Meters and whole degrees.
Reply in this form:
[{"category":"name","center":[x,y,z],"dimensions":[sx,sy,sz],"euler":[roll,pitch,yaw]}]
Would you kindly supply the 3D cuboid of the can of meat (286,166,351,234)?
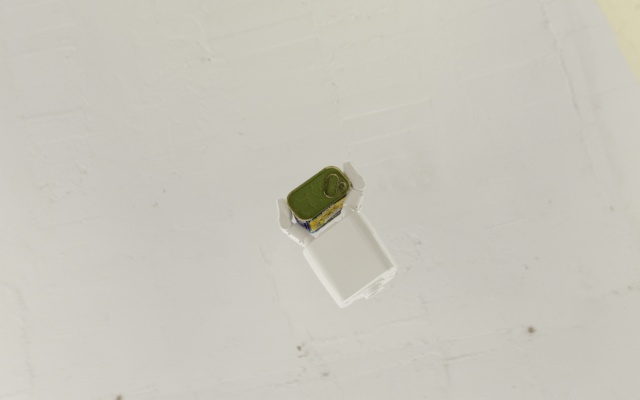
[{"category":"can of meat","center":[0.000,0.003,0.782],"dimensions":[0.102,0.057,0.084],"euler":[-36,-20,-9]}]
